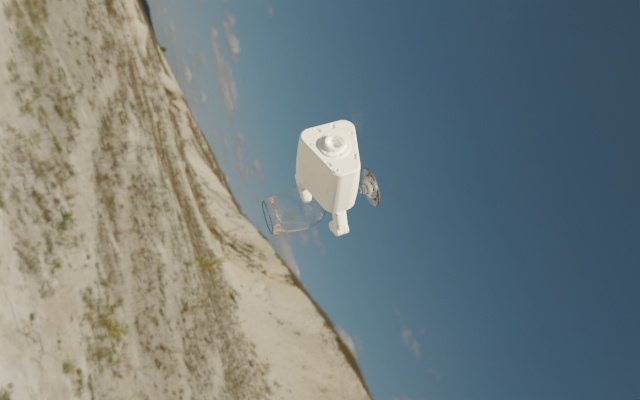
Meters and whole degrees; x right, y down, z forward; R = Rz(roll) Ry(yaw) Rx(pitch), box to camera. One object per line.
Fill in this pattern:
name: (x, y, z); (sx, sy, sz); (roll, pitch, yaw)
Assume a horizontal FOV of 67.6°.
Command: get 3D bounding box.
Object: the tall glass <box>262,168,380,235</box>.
tall glass: (0.001, 0.003, 0.852); (0.201, 0.079, 0.079); (-17, 4, -14)
